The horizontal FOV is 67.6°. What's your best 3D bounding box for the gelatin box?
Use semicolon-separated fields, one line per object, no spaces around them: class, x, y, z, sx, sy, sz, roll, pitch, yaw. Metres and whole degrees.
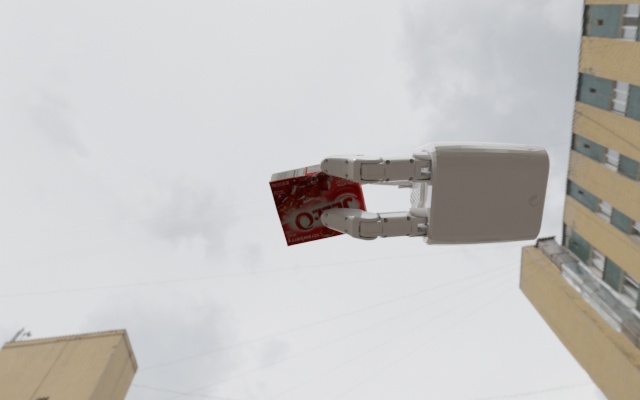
gelatin box;0.000;0.001;0.485;0.089;0.073;0.030;-12;22;7
